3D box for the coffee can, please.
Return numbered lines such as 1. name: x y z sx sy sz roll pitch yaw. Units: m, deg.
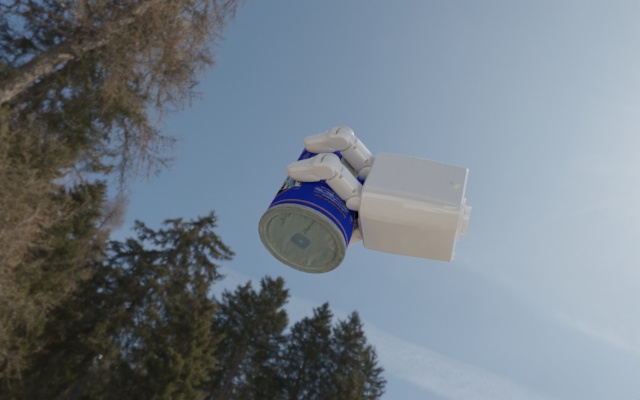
1. coffee can: 0.000 0.002 0.576 0.103 0.103 0.140 0 40 24
